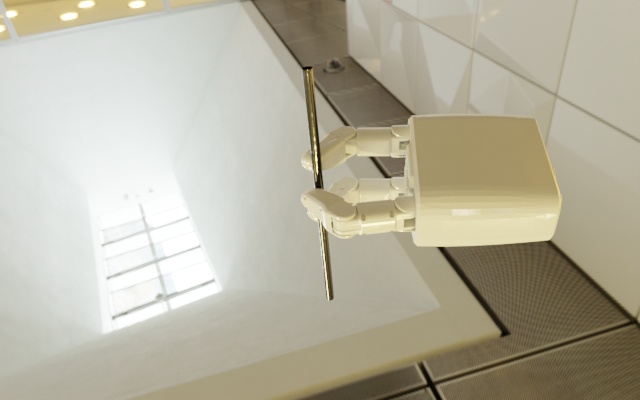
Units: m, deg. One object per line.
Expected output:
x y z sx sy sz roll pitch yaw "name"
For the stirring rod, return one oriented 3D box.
0.000 0.001 0.417 0.011 0.240 0.011 -4 35 3 "stirring rod"
